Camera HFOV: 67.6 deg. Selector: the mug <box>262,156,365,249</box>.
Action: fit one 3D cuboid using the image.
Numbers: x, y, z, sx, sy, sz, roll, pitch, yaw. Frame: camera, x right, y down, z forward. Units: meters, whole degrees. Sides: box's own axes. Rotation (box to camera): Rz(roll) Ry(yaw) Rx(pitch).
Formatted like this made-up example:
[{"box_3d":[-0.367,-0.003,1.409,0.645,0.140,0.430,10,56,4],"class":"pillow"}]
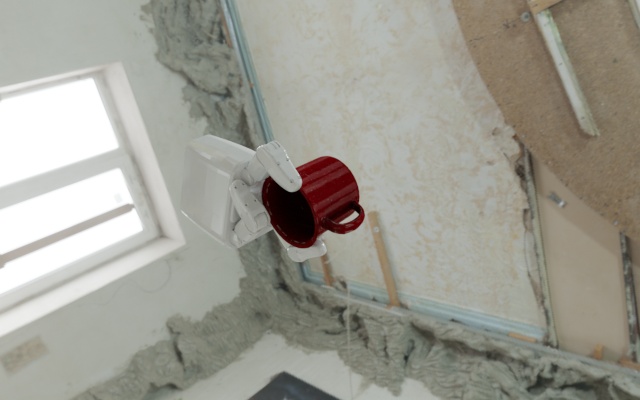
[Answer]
[{"box_3d":[0.001,0.002,0.554,0.117,0.093,0.081,27,42,36],"class":"mug"}]
